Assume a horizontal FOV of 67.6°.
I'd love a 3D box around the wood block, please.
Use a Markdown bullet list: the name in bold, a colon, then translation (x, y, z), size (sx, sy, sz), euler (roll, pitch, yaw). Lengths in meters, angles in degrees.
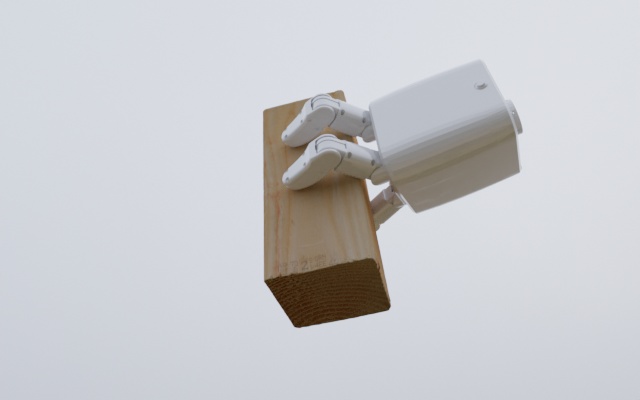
- **wood block**: translation (0.001, 0.001, 0.455), size (0.090, 0.206, 0.091), euler (-13, -42, 8)
